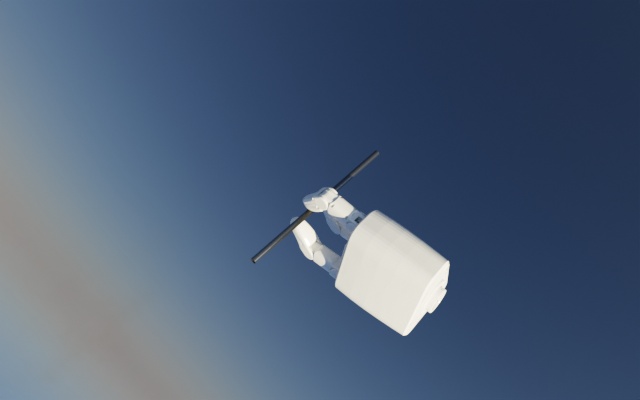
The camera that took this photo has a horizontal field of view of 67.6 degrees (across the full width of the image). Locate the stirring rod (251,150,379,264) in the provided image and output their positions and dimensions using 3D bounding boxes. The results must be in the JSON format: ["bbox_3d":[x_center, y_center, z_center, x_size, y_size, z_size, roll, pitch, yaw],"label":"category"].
[{"bbox_3d":[0.000,0.002,0.622,0.239,0.011,0.011,-41,22,-28],"label":"stirring rod"}]
